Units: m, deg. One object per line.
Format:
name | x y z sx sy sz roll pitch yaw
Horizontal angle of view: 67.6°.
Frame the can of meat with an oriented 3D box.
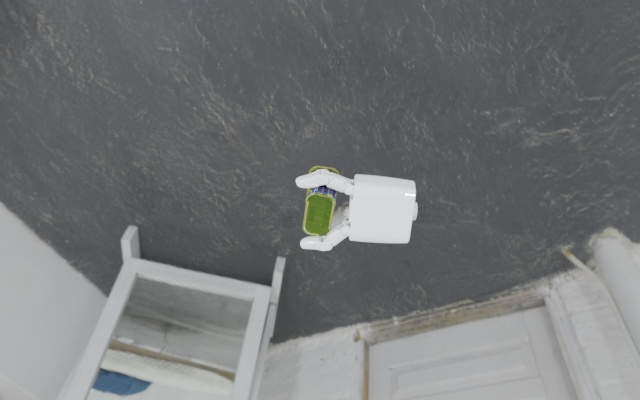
can of meat | 0.000 0.003 0.871 0.057 0.102 0.084 8 38 -1
